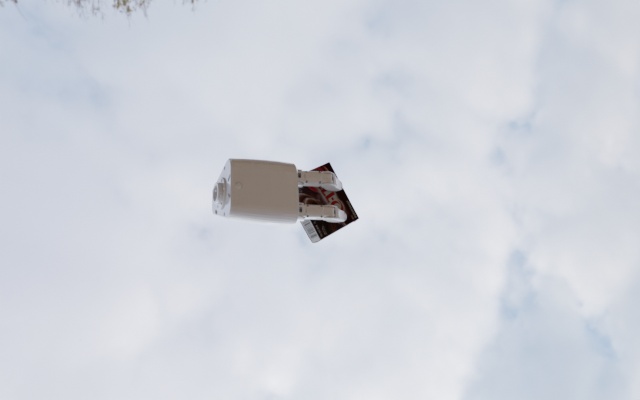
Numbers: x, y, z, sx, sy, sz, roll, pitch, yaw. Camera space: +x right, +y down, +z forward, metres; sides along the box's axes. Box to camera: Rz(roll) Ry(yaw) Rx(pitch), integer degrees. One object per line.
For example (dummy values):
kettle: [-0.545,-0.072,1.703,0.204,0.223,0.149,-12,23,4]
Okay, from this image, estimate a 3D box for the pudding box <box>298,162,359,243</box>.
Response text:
pudding box: [0.000,0.003,0.801,0.090,0.113,0.039,-27,0,-33]
